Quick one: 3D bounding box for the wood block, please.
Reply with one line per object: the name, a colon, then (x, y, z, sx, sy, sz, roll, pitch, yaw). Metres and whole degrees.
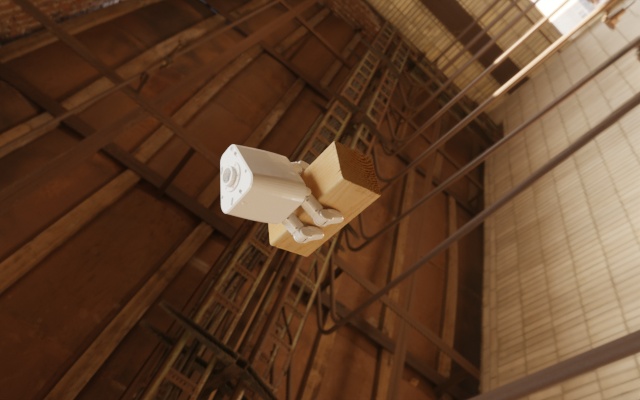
wood block: (0.000, 0.003, 0.857, 0.090, 0.090, 0.206, 22, -48, -33)
